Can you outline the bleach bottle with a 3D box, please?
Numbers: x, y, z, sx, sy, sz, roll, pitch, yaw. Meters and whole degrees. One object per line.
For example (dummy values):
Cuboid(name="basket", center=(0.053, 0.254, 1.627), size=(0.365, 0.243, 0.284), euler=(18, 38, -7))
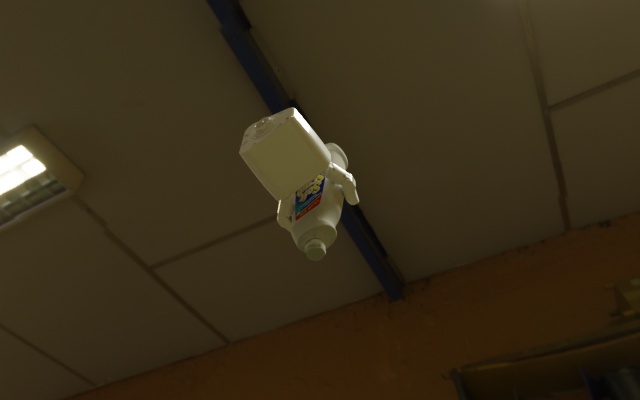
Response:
Cuboid(name="bleach bottle", center=(0.000, 0.003, 0.821), size=(0.102, 0.068, 0.250), euler=(-26, 33, 18))
